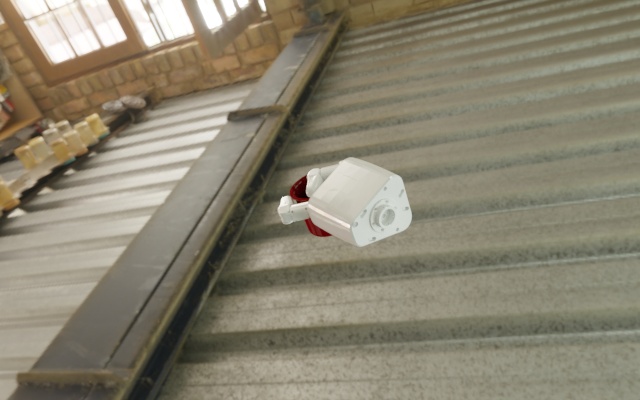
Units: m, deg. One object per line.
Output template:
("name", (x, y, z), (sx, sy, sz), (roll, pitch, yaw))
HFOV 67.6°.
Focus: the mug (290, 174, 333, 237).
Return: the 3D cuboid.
("mug", (-0.001, 0.002, 0.796), (0.093, 0.081, 0.117), (-33, 31, -21))
